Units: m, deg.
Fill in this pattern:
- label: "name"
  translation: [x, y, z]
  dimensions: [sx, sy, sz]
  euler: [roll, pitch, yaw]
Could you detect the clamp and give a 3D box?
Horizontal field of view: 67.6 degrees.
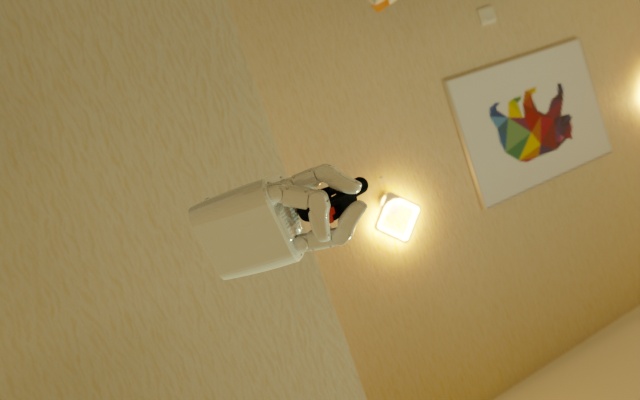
- label: "clamp"
  translation: [0.000, 0.003, 0.649]
  dimensions: [0.120, 0.039, 0.171]
  euler: [-18, 6, 14]
